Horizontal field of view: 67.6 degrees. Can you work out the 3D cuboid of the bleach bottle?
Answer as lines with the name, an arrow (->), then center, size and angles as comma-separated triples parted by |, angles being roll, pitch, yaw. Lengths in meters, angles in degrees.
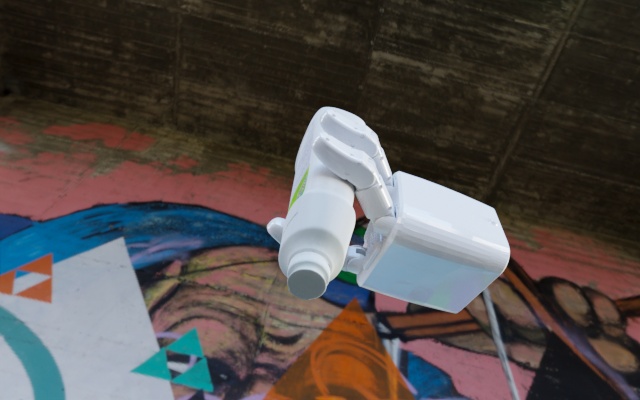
bleach bottle -> 0.000, 0.001, 0.446 | 0.068, 0.103, 0.250 | 19, 32, -5
